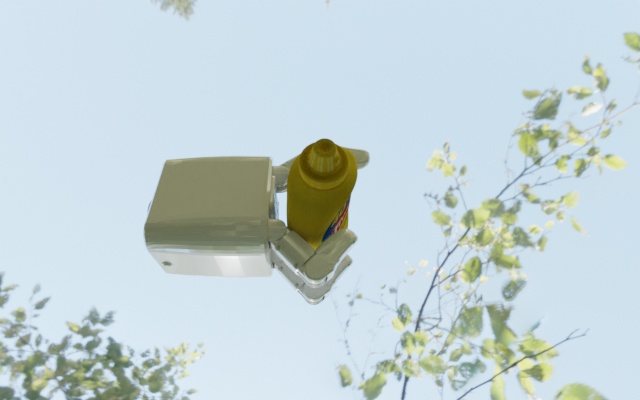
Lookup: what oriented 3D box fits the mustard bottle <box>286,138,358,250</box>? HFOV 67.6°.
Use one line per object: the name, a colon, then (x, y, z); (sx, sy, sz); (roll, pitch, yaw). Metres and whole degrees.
mustard bottle: (0.000, 0.002, 0.454); (0.058, 0.096, 0.192); (22, -25, 10)
